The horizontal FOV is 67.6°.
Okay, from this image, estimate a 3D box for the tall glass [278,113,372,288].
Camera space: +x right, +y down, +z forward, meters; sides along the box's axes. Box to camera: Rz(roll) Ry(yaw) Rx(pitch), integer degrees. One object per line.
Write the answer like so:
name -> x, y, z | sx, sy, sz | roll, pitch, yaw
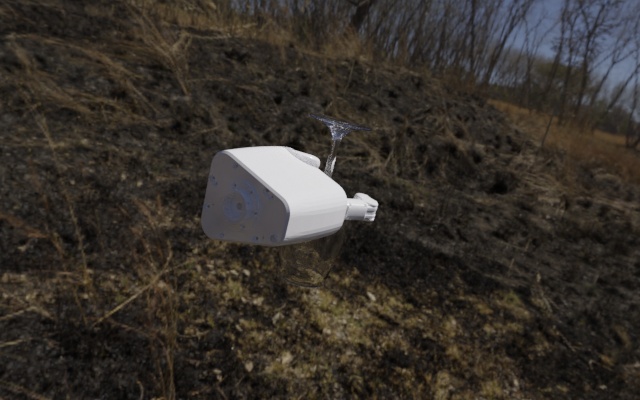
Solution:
tall glass -> 0.000, 0.001, 0.575 | 0.079, 0.201, 0.079 | 13, 14, -3
